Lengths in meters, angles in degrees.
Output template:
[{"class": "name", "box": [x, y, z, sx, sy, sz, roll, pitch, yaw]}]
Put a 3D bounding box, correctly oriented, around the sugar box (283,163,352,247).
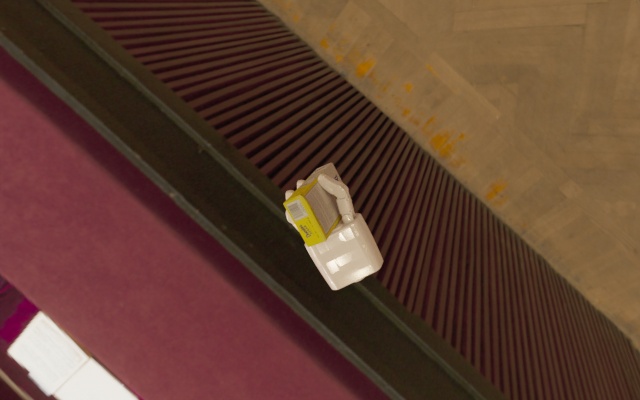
[{"class": "sugar box", "box": [0.000, 0.003, 0.884, 0.048, 0.093, 0.176, -23, 13, 24]}]
